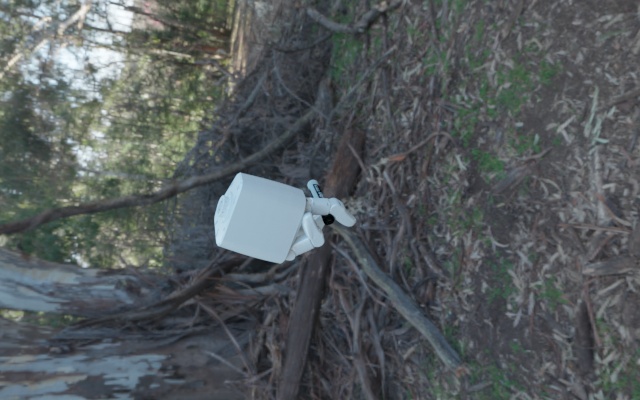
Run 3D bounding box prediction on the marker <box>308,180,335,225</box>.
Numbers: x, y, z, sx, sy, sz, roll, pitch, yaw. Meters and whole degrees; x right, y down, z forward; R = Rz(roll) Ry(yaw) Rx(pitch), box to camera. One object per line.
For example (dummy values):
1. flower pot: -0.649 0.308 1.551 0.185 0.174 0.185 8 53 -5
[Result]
1. marker: 0.000 0.003 0.790 0.020 0.020 0.121 0 32 -16
